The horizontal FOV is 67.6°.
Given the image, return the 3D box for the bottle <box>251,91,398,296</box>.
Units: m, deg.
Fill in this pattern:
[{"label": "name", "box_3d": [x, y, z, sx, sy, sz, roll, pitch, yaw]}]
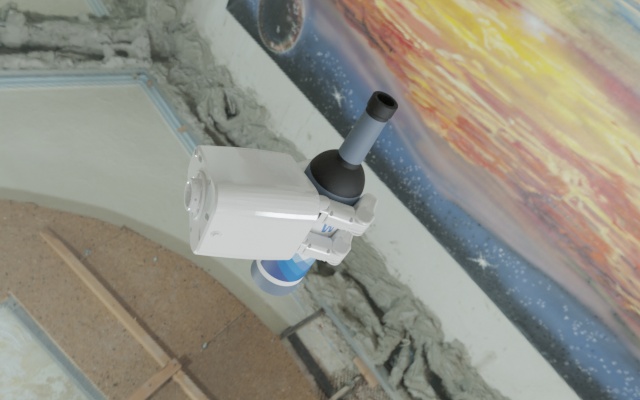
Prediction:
[{"label": "bottle", "box_3d": [0.000, 0.002, 0.541, 0.069, 0.069, 0.296, 0, -41, -34]}]
